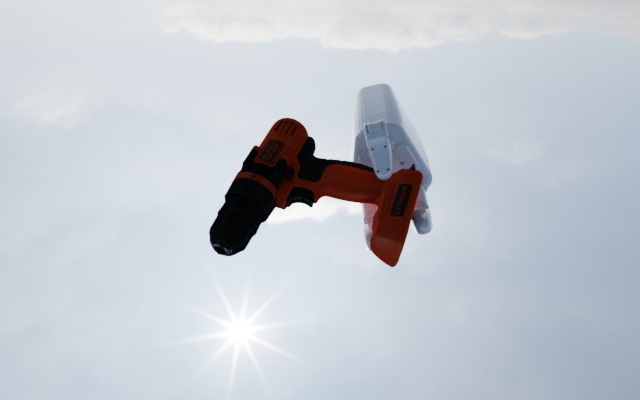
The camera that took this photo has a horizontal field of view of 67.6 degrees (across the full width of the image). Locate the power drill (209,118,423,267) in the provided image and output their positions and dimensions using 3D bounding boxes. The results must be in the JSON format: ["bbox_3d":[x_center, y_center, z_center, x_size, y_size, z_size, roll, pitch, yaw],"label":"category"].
[{"bbox_3d":[0.001,0.002,0.493,0.187,0.184,0.057,19,-35,8],"label":"power drill"}]
